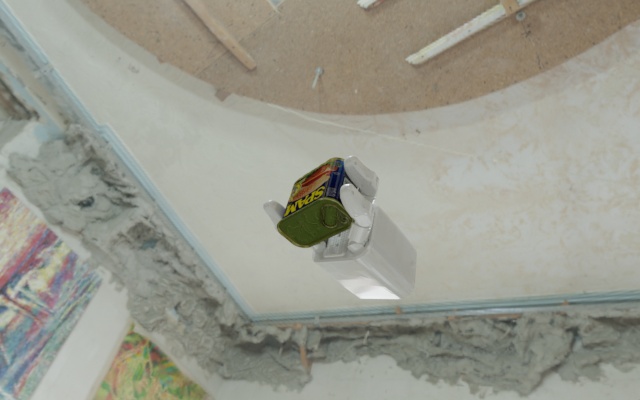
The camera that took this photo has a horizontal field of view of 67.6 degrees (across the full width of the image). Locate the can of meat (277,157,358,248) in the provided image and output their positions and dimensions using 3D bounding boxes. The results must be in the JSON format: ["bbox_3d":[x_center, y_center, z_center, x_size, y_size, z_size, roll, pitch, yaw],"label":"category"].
[{"bbox_3d":[0.000,0.002,0.618,0.102,0.084,0.057,-29,-59,35],"label":"can of meat"}]
